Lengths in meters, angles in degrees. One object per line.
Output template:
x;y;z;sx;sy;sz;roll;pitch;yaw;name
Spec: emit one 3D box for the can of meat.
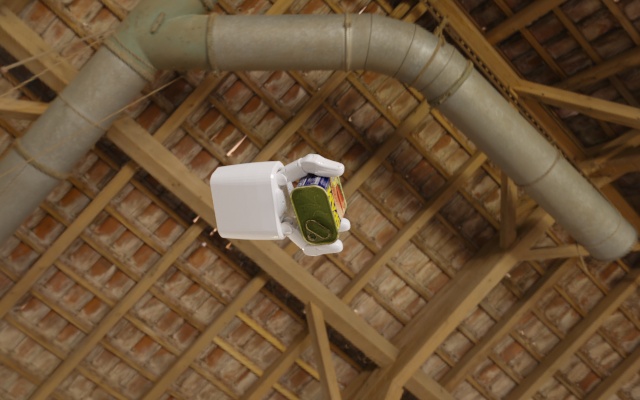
0.000;0.002;0.722;0.057;0.102;0.084;-6;30;18;can of meat
